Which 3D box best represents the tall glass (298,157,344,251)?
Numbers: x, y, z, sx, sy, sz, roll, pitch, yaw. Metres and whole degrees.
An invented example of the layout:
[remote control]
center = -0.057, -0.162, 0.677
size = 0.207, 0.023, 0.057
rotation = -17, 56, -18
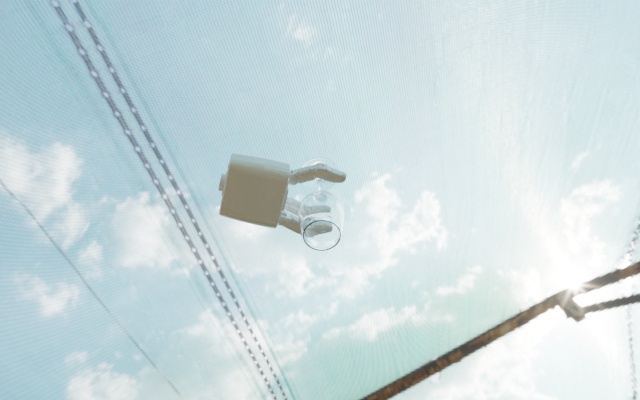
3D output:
[tall glass]
center = 0.000, 0.002, 0.843
size = 0.079, 0.079, 0.201
rotation = 0, 33, -2
